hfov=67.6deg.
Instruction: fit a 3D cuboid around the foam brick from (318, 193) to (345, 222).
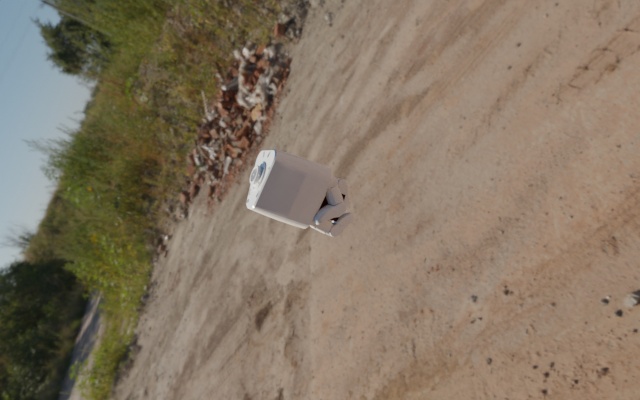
[{"bbox_3d":[0.000,0.003,0.865,0.051,0.053,0.078,19,-3,-25],"label":"foam brick"}]
